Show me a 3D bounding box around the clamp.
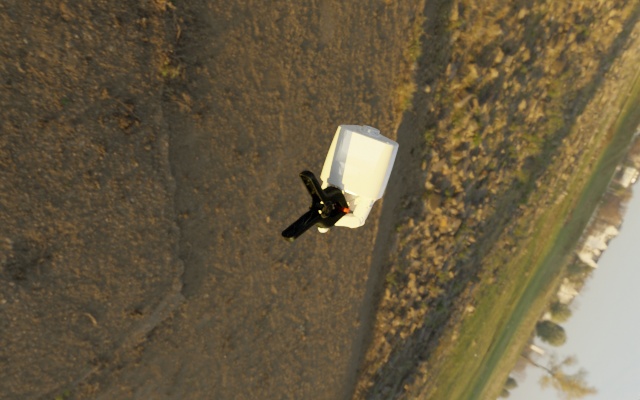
[{"bbox_3d":[0.001,0.003,0.832,0.039,0.120,0.171,28,21,27],"label":"clamp"}]
